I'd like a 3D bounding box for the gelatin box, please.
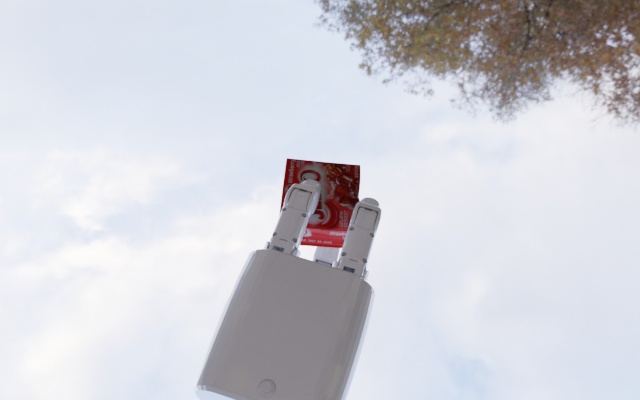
[{"bbox_3d":[0.000,0.002,0.444,0.073,0.089,0.030,5,-44,-1],"label":"gelatin box"}]
